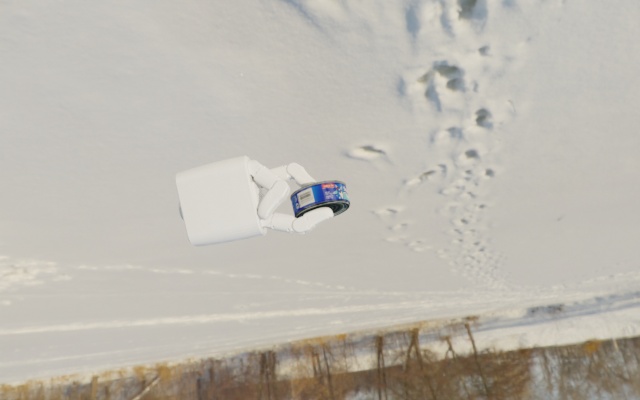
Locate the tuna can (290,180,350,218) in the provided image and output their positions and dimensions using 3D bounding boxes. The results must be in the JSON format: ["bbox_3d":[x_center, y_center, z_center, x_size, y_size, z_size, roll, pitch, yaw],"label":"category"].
[{"bbox_3d":[0.000,0.003,0.708,0.086,0.033,0.086,-13,-17,-4],"label":"tuna can"}]
